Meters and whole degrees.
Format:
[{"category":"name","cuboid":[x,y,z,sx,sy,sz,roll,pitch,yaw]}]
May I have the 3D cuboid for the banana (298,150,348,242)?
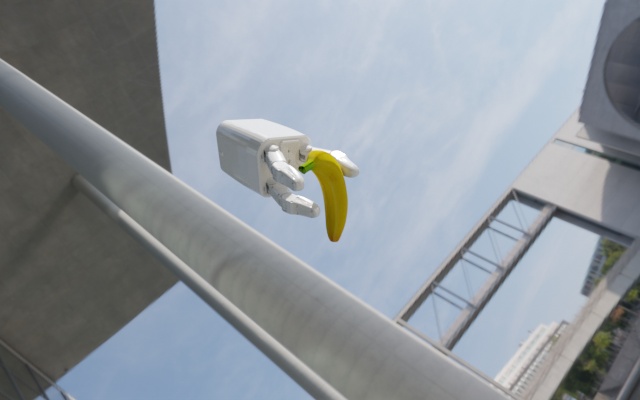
[{"category":"banana","cuboid":[0.010,-0.013,0.699,0.037,0.069,0.198,27,-23,32]}]
